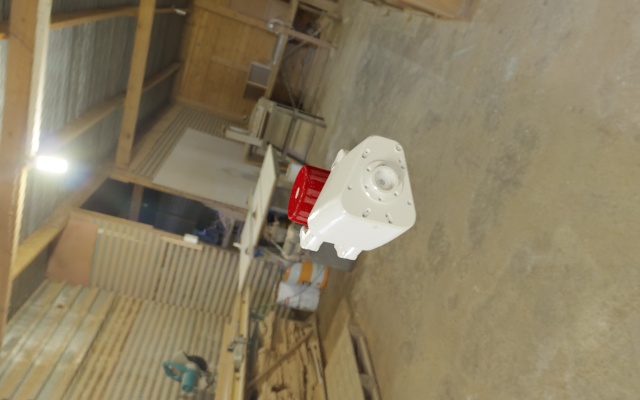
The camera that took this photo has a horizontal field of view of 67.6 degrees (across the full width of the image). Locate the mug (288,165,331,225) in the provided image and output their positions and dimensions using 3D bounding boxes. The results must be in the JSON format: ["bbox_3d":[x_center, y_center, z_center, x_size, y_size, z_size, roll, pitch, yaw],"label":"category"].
[{"bbox_3d":[-0.001,0.003,0.682,0.081,0.093,0.117,16,-22,-14],"label":"mug"}]
